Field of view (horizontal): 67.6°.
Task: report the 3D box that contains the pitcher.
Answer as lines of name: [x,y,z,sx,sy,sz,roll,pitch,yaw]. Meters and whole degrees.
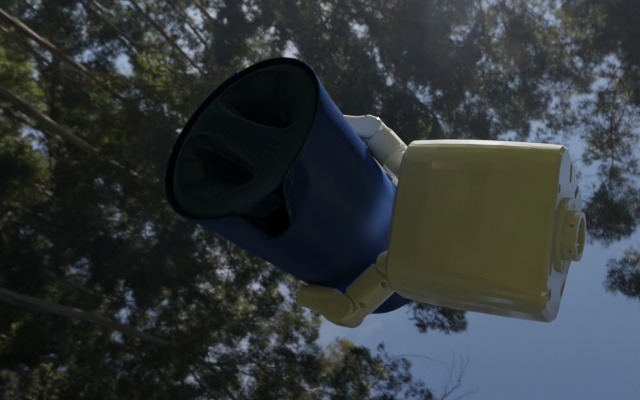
pitcher: [0.000,0.001,0.410,0.145,0.149,0.243,4,-26,38]
